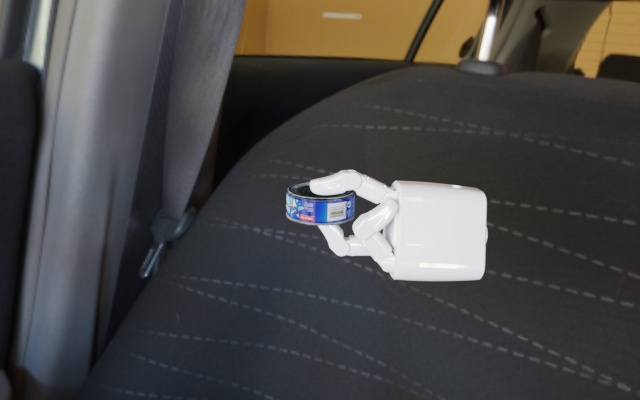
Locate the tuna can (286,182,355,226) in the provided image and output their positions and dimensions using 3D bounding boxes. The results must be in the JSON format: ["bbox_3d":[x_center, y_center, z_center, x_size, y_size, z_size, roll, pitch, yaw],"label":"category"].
[{"bbox_3d":[0.000,0.001,0.592,0.086,0.034,0.086,1,16,0],"label":"tuna can"}]
